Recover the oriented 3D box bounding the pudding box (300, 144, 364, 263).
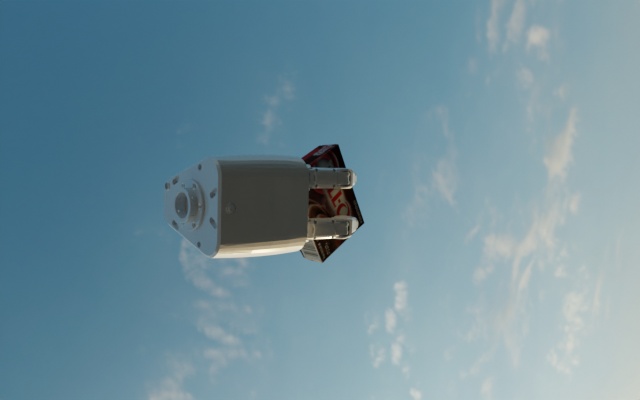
[{"bbox_3d":[0.000,0.002,0.565,0.039,0.113,0.090,5,33,43],"label":"pudding box"}]
